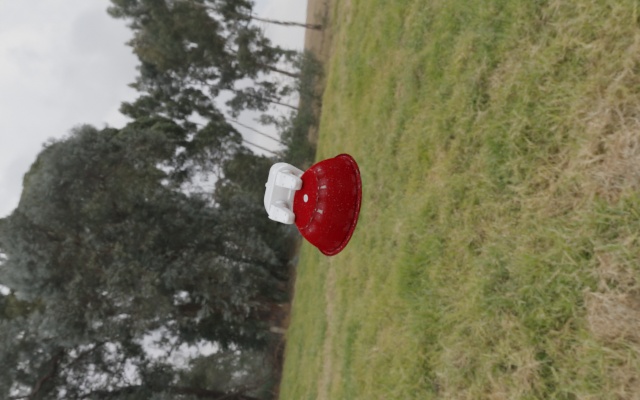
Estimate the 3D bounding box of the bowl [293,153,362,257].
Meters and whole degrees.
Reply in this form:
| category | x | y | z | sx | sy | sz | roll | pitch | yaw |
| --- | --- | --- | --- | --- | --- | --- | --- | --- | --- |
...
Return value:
| category | x | y | z | sx | sy | sz | roll | pitch | yaw |
| --- | --- | --- | --- | --- | --- | --- | --- | --- | --- |
| bowl | 0.000 | 0.002 | 0.729 | 0.055 | 0.162 | 0.162 | 10 | -4 | -25 |
